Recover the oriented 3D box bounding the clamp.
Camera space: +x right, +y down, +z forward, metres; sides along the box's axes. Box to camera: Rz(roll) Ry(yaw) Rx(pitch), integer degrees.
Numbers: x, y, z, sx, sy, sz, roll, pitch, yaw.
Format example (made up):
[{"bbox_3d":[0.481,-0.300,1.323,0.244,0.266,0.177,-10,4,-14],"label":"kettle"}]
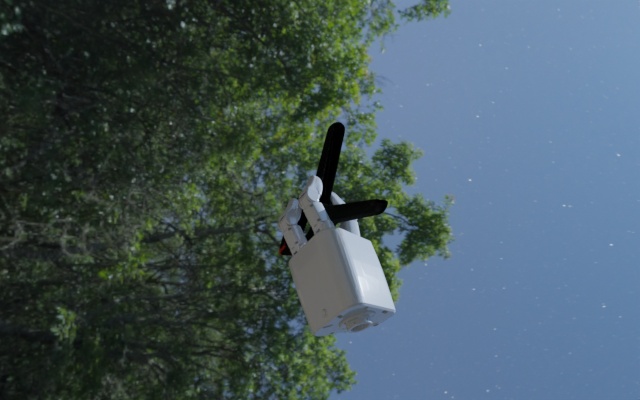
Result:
[{"bbox_3d":[0.001,0.003,0.684,0.036,0.164,0.210,11,-43,-36],"label":"clamp"}]
